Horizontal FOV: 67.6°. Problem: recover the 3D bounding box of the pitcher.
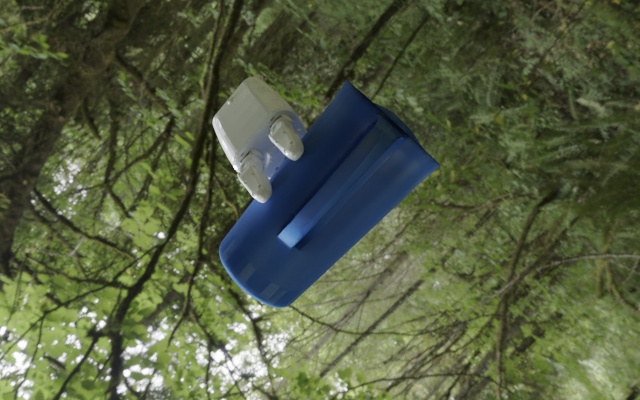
[{"bbox_3d":[0.000,0.002,0.517,0.149,0.243,0.145,31,16,-46],"label":"pitcher"}]
